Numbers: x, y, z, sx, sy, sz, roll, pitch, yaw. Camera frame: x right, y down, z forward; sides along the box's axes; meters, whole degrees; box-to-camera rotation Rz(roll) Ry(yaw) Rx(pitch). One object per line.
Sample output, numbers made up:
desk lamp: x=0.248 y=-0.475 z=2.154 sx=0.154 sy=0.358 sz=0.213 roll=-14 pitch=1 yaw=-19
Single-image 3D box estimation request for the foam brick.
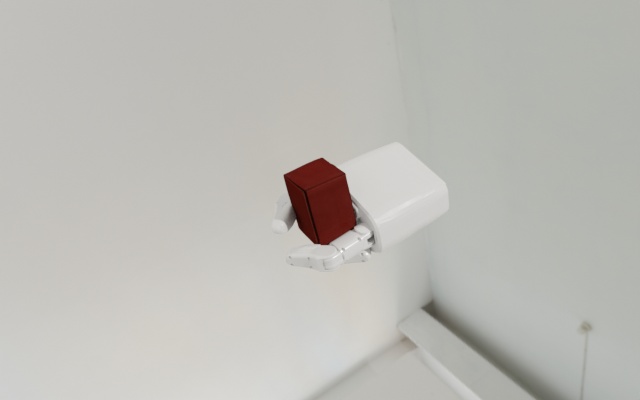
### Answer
foam brick: x=0.000 y=0.002 z=0.524 sx=0.051 sy=0.078 sz=0.053 roll=-26 pitch=35 yaw=-18
